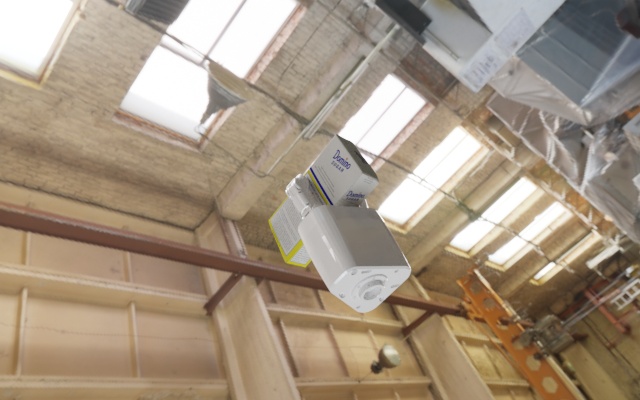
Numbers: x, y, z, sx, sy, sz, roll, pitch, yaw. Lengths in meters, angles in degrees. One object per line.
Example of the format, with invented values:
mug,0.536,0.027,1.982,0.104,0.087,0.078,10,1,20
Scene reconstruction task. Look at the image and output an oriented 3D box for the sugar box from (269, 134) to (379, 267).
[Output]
sugar box,0.000,0.003,0.685,0.048,0.176,0.093,22,28,-42
